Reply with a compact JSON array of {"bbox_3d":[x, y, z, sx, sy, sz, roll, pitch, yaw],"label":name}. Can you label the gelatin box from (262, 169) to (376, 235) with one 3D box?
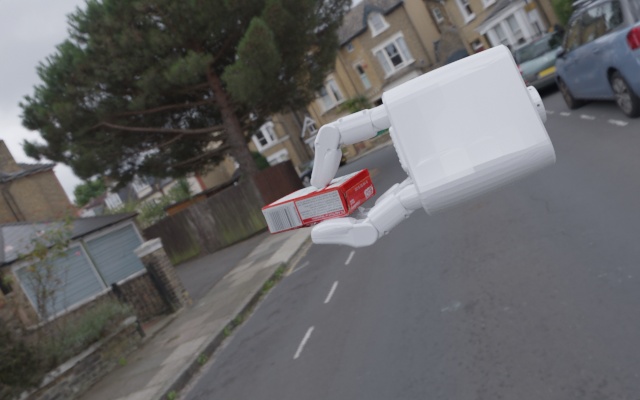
[{"bbox_3d":[0.000,0.001,0.462,0.089,0.030,0.073,-15,8,28],"label":"gelatin box"}]
